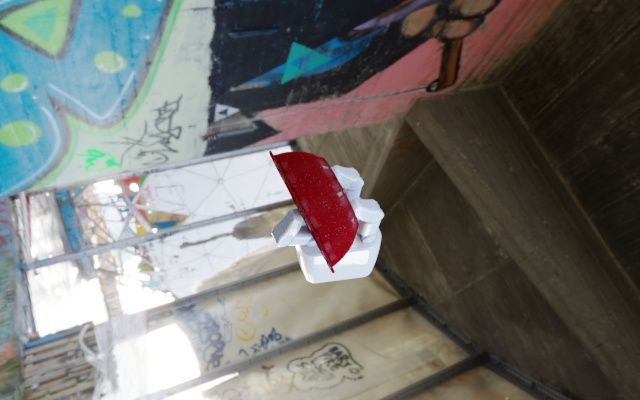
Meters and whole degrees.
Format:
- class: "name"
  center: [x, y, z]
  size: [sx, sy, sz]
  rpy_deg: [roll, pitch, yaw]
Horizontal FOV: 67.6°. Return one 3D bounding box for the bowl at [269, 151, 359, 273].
- class: "bowl"
  center: [0.000, 0.001, 0.560]
  size: [0.055, 0.162, 0.162]
  rpy_deg: [-28, 1, -2]
